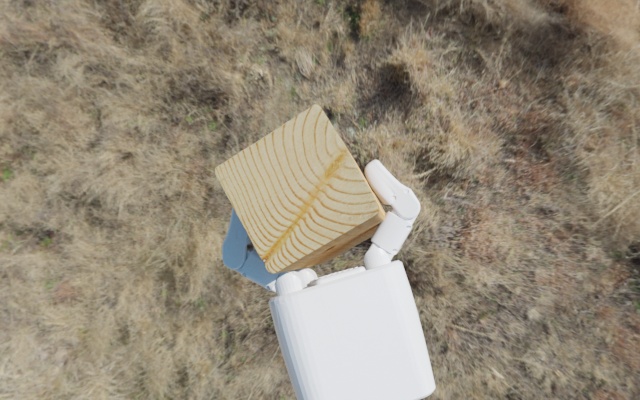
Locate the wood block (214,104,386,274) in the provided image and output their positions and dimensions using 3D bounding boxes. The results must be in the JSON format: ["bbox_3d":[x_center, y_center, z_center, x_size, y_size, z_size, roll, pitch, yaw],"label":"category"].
[{"bbox_3d":[0.001,0.002,0.428,0.091,0.090,0.206,-31,-10,6],"label":"wood block"}]
